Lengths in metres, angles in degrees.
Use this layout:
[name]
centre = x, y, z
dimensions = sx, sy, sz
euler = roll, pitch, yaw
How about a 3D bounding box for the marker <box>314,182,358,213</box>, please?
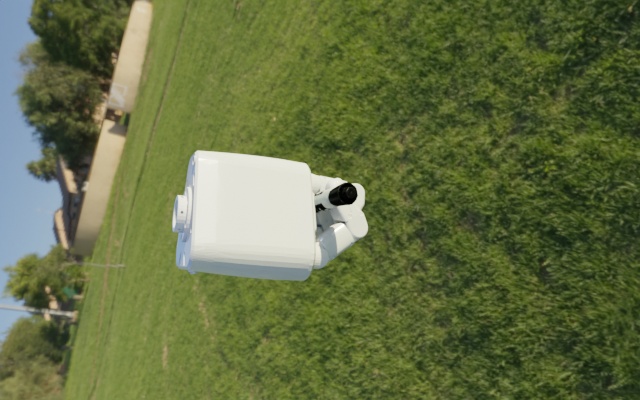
[marker]
centre = 0.000, 0.001, 0.439
dimensions = 0.020, 0.020, 0.121
euler = 0, -7, -24
